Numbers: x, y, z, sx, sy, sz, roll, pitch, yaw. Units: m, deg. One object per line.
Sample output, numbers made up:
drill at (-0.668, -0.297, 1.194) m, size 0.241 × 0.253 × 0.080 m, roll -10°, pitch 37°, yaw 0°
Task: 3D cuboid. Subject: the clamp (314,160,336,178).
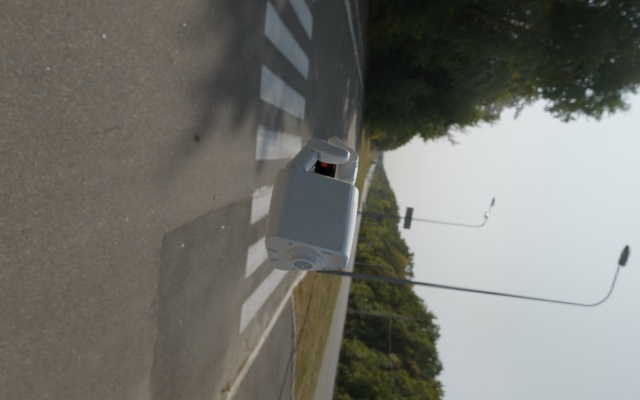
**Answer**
clamp at (0.001, 0.002, 0.727) m, size 0.039 × 0.120 × 0.172 m, roll 6°, pitch -33°, yaw 4°
